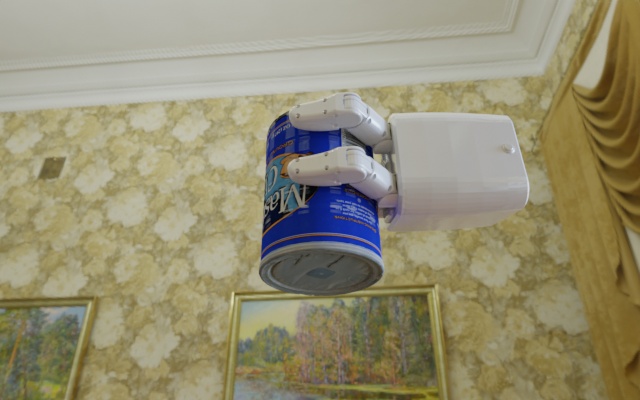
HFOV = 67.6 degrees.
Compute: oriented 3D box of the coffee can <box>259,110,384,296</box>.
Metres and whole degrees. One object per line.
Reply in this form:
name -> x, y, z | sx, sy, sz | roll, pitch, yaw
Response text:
coffee can -> 0.000, 0.002, 0.426 | 0.103, 0.140, 0.103 | -1, -30, 0
